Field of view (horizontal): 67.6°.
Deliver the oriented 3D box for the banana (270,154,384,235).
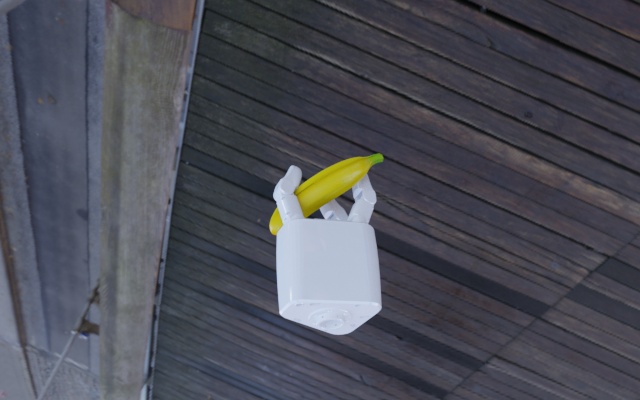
[{"bbox_3d":[-0.008,-0.002,0.624,0.198,0.037,0.069,-33,-24,26],"label":"banana"}]
